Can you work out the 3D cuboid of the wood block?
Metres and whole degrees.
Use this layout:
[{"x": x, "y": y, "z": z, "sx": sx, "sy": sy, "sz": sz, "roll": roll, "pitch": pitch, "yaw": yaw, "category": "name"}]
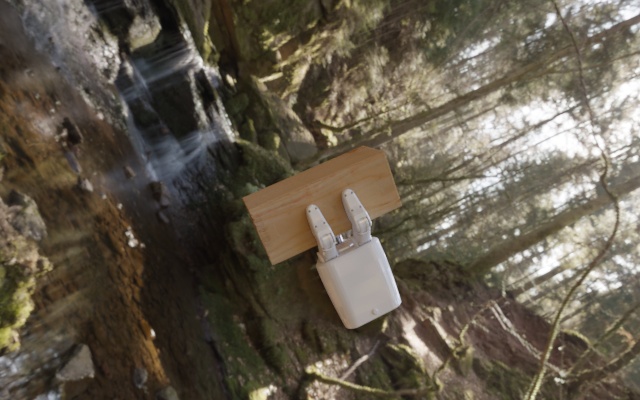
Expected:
[{"x": 0.000, "y": 0.003, "z": 0.705, "sx": 0.206, "sy": 0.090, "sz": 0.091, "roll": -24, "pitch": 16, "yaw": -10, "category": "wood block"}]
